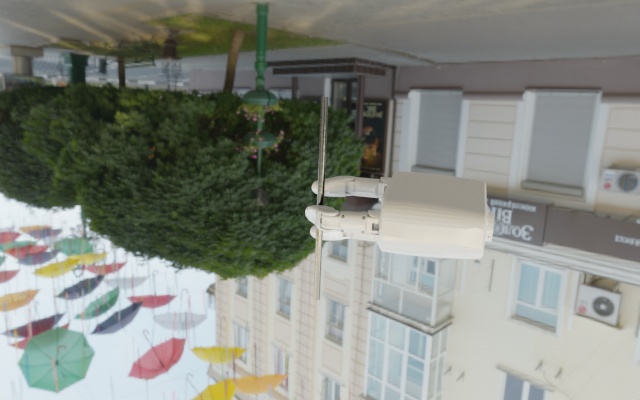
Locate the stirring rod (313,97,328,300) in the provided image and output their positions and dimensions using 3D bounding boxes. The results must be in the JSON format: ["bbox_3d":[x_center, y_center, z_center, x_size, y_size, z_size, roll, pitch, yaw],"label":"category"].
[{"bbox_3d":[0.000,0.002,0.557,0.011,0.239,0.011,2,11,0],"label":"stirring rod"}]
